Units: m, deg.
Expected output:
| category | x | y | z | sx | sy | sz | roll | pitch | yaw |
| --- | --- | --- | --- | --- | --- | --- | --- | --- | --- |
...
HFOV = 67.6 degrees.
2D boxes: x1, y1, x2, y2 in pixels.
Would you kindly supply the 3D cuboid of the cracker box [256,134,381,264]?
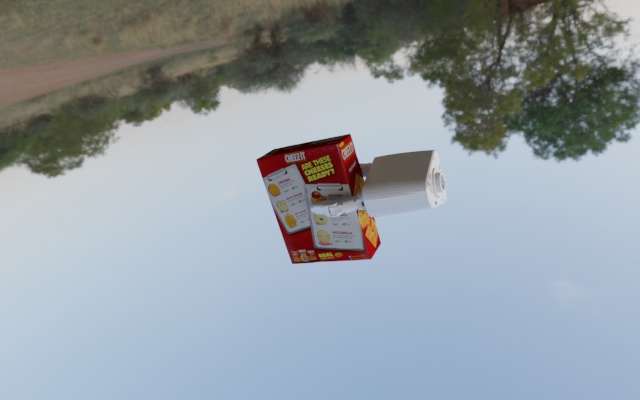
| category | x | y | z | sx | sy | sz | roll | pitch | yaw |
| --- | --- | --- | --- | --- | --- | --- | --- | --- | --- |
| cracker box | 0.000 | 0.003 | 0.850 | 0.164 | 0.214 | 0.072 | -7 | 20 | 28 |
